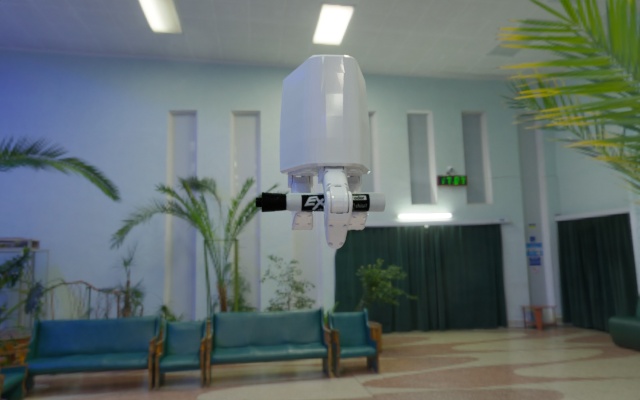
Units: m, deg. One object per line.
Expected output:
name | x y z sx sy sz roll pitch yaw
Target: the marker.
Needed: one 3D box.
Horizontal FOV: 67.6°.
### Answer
marker | 0.000 0.002 0.449 0.121 0.020 0.020 0 0 -6
